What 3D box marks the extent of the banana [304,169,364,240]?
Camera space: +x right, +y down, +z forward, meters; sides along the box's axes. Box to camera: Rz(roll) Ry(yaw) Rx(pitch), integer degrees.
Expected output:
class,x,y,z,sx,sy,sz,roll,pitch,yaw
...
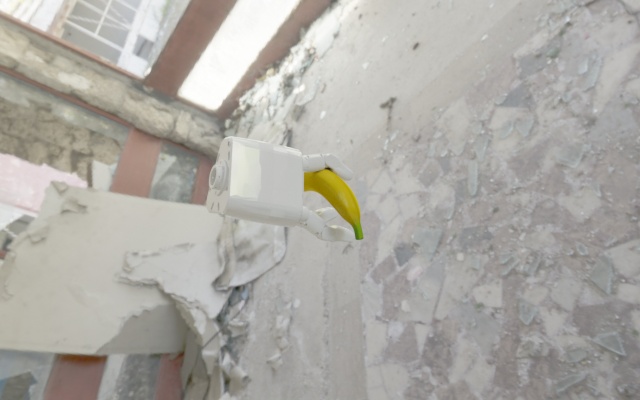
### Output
class,x,y,z,sx,sy,sz,roll,pitch,yaw
banana,0.005,-0.013,0.711,0.037,0.070,0.197,-2,25,-29
